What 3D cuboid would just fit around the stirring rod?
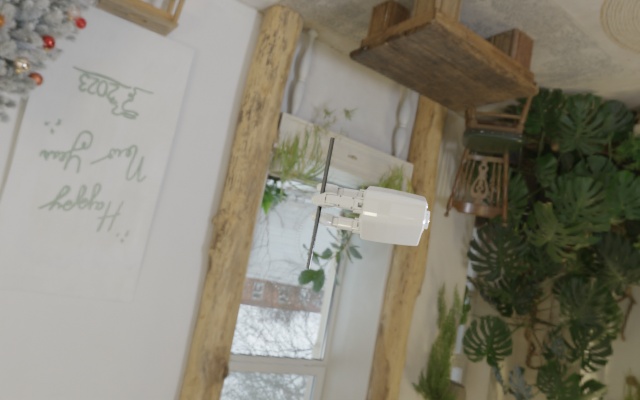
[{"bbox_3d":[0.000,0.003,0.853,0.011,0.239,0.011,10,-9,2],"label":"stirring rod"}]
